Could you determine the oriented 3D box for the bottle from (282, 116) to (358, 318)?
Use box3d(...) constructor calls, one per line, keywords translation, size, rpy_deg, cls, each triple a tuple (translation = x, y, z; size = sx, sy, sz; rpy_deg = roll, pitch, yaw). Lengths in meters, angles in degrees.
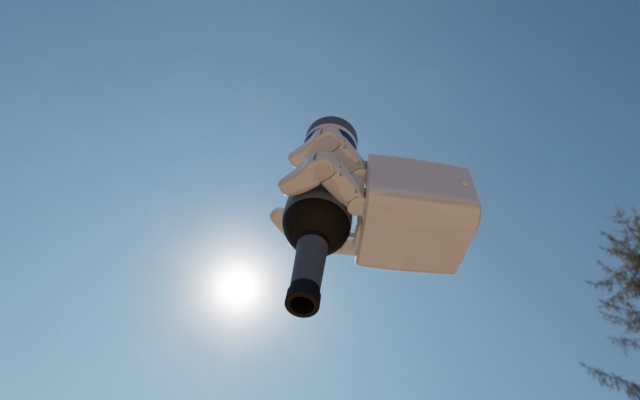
box3d(translation=(0.000, 0.001, 0.486), size=(0.069, 0.069, 0.295), rpy_deg=(0, 32, 7), cls="bottle")
